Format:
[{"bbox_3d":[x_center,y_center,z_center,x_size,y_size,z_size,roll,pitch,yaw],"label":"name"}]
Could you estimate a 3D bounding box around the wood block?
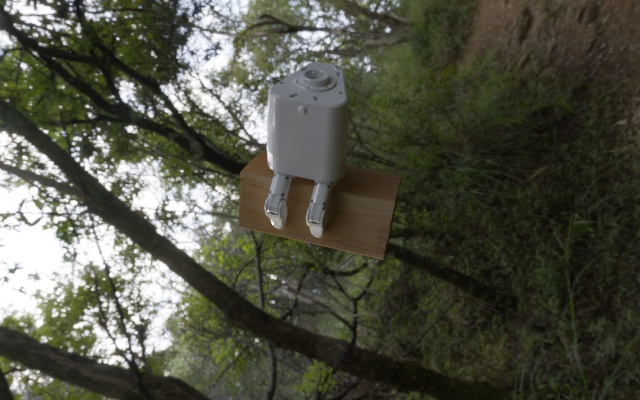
[{"bbox_3d":[0.000,0.002,0.667,0.206,0.090,0.090,12,30,10],"label":"wood block"}]
